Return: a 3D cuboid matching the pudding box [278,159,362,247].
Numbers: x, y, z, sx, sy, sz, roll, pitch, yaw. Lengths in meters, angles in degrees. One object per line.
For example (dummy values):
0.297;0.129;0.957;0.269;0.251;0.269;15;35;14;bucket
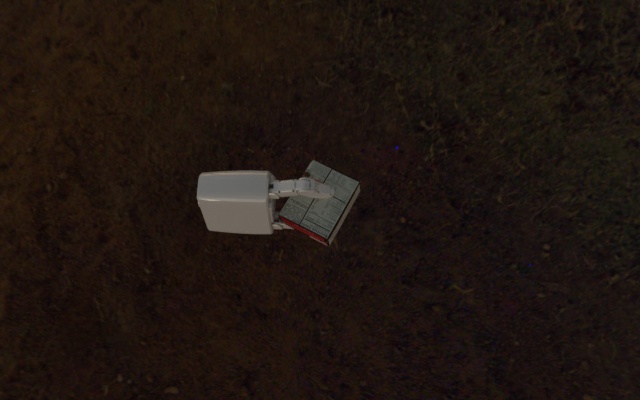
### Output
0.000;0.002;0.745;0.090;0.113;0.039;27;-16;12;pudding box
